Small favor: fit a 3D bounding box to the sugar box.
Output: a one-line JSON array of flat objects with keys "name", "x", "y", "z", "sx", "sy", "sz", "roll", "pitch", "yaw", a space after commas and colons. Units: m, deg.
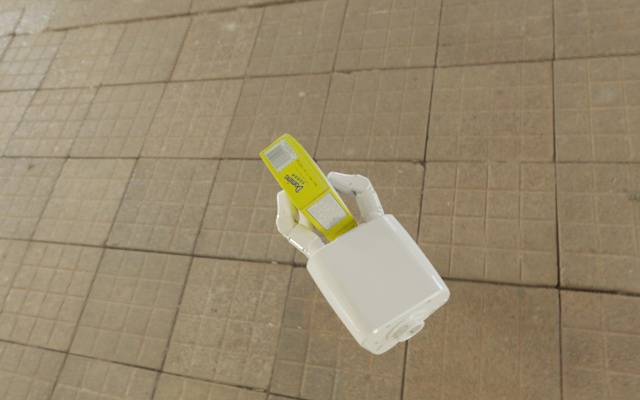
[{"name": "sugar box", "x": 0.000, "y": 0.002, "z": 0.570, "sx": 0.048, "sy": 0.093, "sz": 0.176, "roll": -36, "pitch": -32, "yaw": 0}]
